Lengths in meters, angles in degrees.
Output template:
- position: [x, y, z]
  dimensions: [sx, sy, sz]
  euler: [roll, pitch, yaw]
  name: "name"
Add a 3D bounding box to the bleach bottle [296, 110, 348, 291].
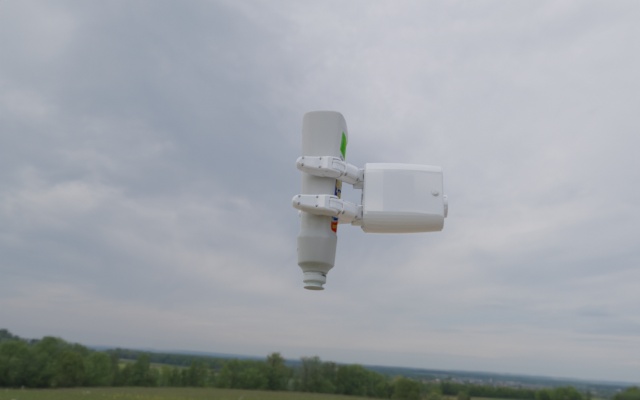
- position: [0.000, 0.002, 0.680]
  dimensions: [0.068, 0.250, 0.103]
  euler: [1, -21, 7]
  name: "bleach bottle"
